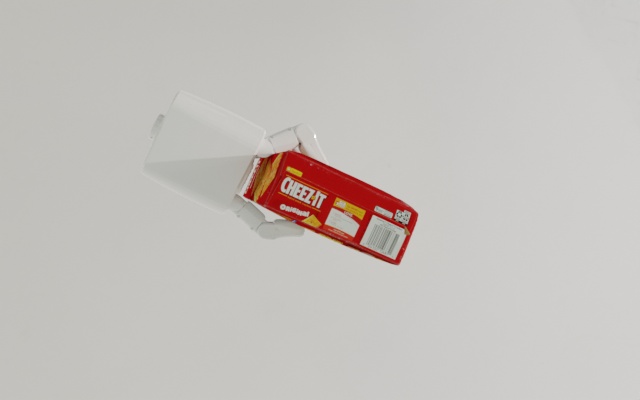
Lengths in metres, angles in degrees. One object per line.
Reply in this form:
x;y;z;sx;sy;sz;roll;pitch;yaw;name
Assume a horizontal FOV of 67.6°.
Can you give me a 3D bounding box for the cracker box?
0.000;0.002;0.592;0.164;0.072;0.213;24;-2;-15;cracker box
